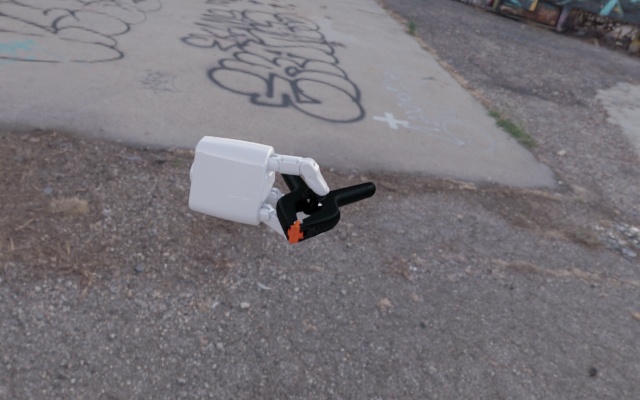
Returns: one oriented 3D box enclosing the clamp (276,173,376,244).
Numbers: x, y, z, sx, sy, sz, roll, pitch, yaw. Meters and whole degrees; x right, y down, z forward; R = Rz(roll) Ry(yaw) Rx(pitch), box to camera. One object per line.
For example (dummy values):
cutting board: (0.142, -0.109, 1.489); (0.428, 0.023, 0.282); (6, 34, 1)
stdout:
clamp: (0.000, 0.002, 0.722); (0.164, 0.036, 0.210); (10, 28, 3)
